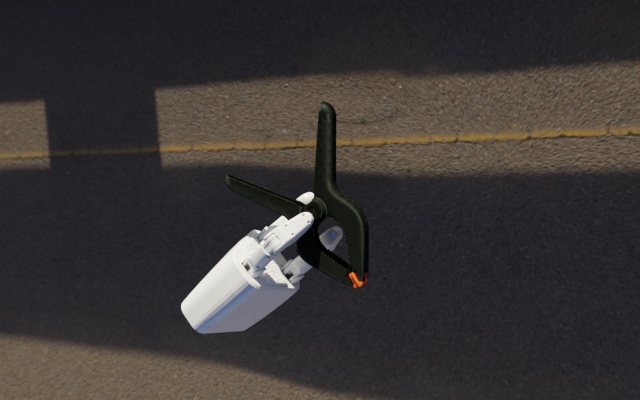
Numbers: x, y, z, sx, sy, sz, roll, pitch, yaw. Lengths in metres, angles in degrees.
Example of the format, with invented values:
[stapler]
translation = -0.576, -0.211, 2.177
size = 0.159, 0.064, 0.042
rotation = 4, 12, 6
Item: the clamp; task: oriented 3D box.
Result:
[clamp]
translation = 0.000, 0.002, 0.557
size = 0.164, 0.210, 0.036
rotation = -42, -12, 18
